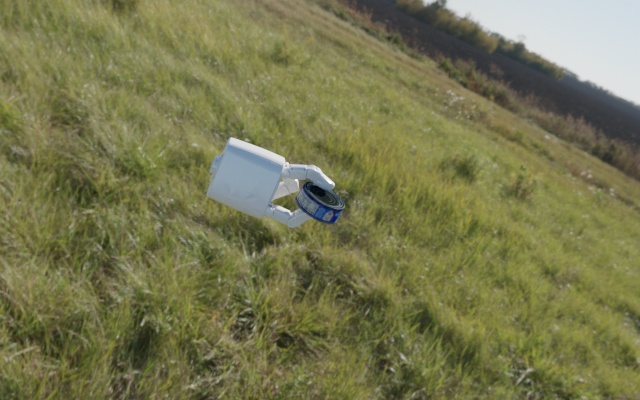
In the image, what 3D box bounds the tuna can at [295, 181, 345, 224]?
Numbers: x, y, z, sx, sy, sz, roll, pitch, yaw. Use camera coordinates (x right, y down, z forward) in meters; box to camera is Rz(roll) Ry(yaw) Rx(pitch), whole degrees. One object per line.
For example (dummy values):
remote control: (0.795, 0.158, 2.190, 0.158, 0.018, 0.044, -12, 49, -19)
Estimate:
tuna can: (0.000, 0.002, 0.859, 0.086, 0.034, 0.086, 27, 23, -12)
